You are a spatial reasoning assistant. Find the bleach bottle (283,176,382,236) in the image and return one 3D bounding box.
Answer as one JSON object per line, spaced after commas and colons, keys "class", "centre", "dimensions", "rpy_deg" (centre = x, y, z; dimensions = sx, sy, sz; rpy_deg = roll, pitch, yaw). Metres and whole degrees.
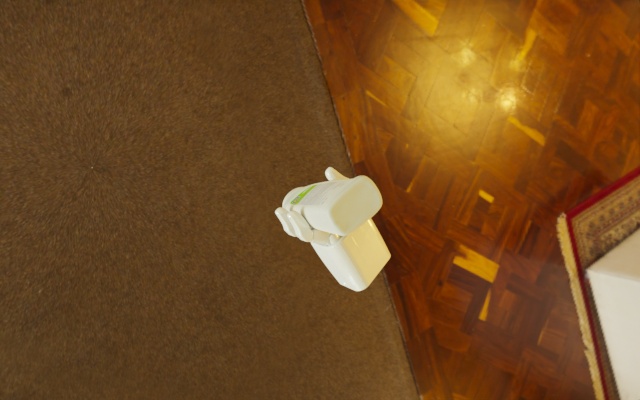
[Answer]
{"class": "bleach bottle", "centre": [0.000, 0.003, 0.850], "dimensions": [0.102, 0.068, 0.251], "rpy_deg": [-40, 19, -18]}
